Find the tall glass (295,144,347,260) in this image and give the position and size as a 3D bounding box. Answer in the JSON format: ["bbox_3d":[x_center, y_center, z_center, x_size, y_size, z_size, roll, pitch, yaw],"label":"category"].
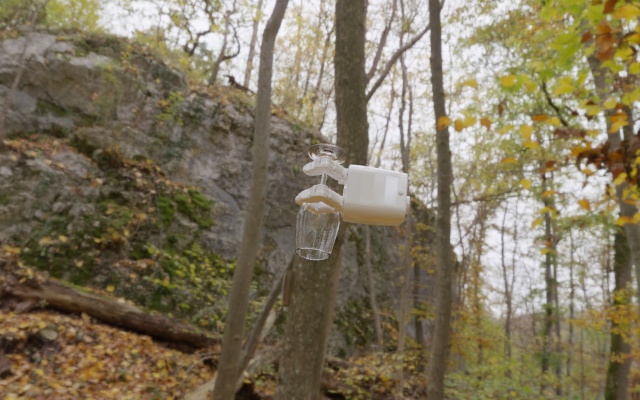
[{"bbox_3d":[0.000,0.002,0.860,0.079,0.201,0.079,7,-24,3],"label":"tall glass"}]
